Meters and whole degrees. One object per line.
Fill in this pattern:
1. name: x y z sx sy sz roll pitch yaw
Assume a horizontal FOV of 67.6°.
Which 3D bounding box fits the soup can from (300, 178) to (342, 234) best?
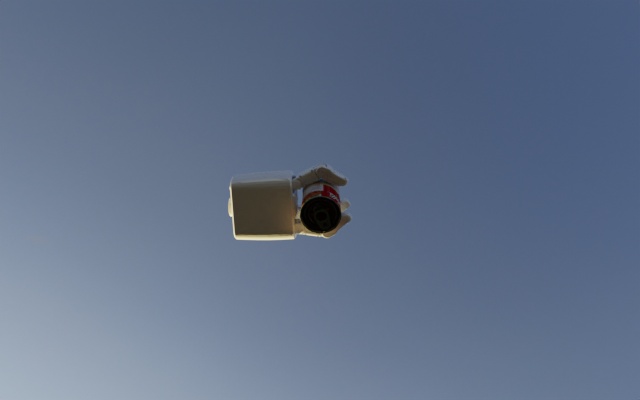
1. soup can: 0.001 0.002 0.816 0.068 0.068 0.102 0 26 0
